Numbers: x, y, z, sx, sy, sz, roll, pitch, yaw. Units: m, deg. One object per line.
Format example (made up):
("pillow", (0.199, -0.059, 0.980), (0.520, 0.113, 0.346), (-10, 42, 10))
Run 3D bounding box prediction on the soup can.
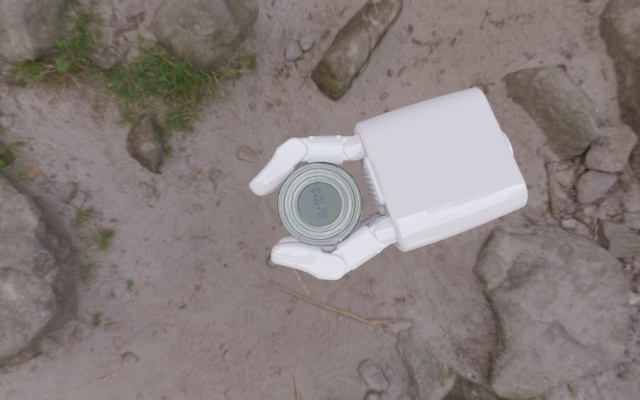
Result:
("soup can", (0.000, 0.001, 0.416), (0.068, 0.068, 0.102), (0, 2, 0))
